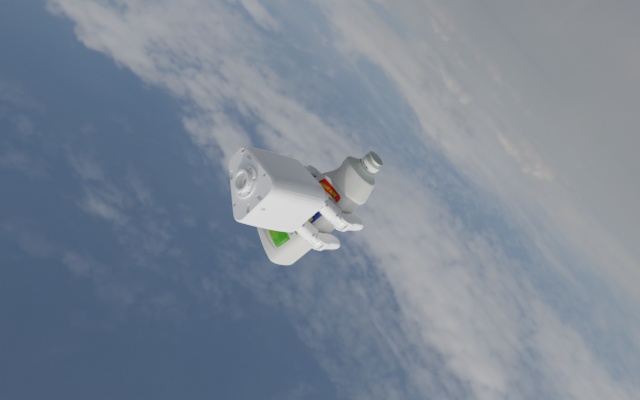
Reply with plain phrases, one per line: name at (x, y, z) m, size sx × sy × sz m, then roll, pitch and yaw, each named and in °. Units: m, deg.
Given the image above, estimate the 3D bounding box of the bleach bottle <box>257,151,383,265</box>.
bleach bottle at (0.000, 0.003, 0.791) m, size 0.068 × 0.102 × 0.251 m, roll 14°, pitch -47°, yaw -46°
